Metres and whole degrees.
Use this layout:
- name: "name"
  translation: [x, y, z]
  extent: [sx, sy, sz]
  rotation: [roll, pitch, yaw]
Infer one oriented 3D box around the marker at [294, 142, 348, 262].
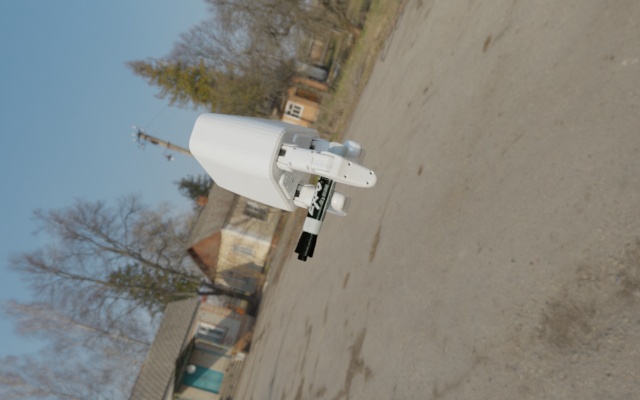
- name: "marker"
  translation: [0.000, 0.002, 0.473]
  extent: [0.020, 0.121, 0.020]
  rotation: [18, -5, 2]
